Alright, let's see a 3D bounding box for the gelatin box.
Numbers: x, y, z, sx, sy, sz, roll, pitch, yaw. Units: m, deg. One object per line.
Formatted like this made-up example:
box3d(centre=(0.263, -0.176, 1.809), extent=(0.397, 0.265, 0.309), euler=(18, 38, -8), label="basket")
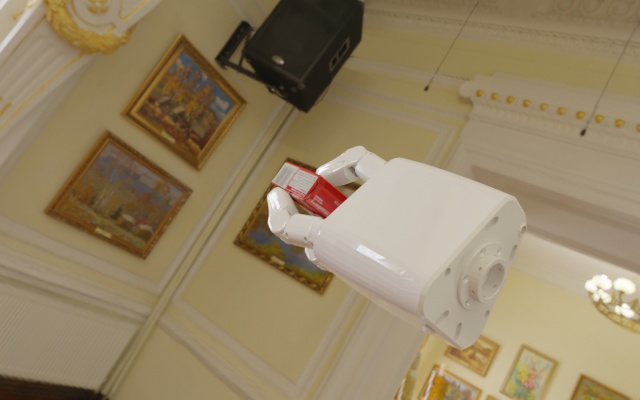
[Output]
box3d(centre=(0.000, 0.001, 0.455), extent=(0.073, 0.030, 0.089), euler=(39, -6, -27), label="gelatin box")
